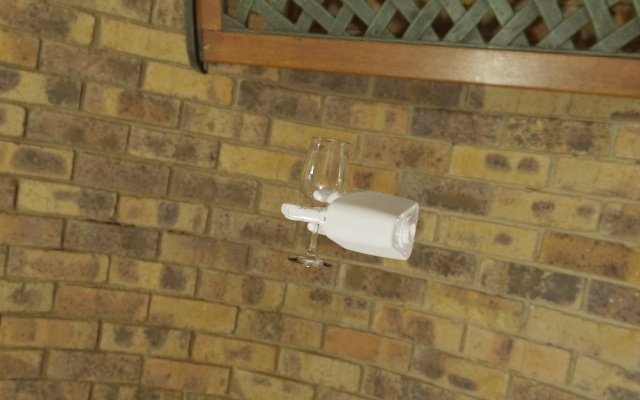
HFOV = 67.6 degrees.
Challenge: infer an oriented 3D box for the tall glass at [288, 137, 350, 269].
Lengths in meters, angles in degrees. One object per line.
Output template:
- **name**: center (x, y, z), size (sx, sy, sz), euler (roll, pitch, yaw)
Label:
- **tall glass**: center (0.000, 0.003, 0.766), size (0.079, 0.201, 0.079), euler (9, 3, 0)
